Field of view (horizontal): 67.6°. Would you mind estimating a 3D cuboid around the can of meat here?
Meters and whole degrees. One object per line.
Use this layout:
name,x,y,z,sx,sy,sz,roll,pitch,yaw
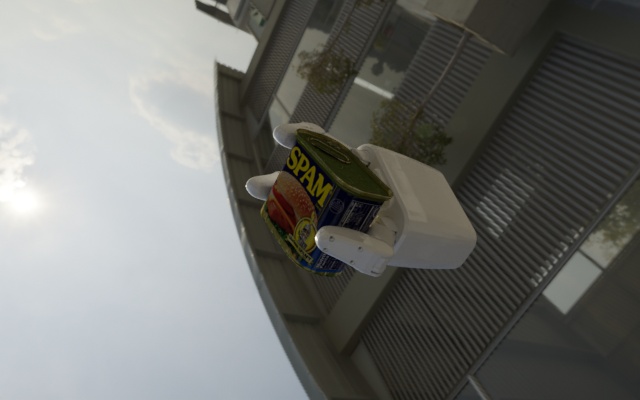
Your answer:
can of meat,0.000,0.002,0.403,0.057,0.084,0.102,11,28,-38
